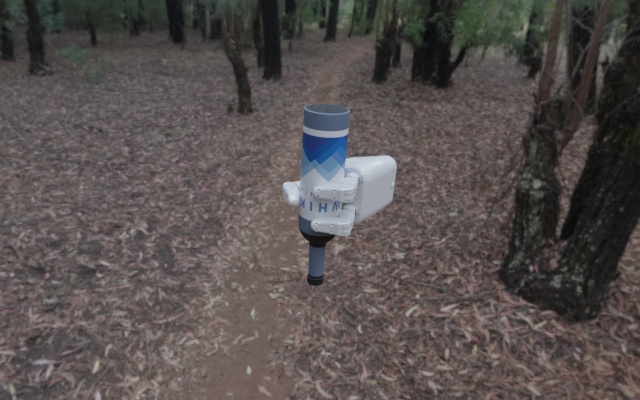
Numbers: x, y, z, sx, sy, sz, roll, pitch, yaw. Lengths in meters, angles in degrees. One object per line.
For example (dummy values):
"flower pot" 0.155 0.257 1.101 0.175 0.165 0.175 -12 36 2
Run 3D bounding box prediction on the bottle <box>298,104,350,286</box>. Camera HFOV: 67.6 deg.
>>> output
"bottle" 0.000 0.002 0.747 0.069 0.296 0.069 3 24 -1
